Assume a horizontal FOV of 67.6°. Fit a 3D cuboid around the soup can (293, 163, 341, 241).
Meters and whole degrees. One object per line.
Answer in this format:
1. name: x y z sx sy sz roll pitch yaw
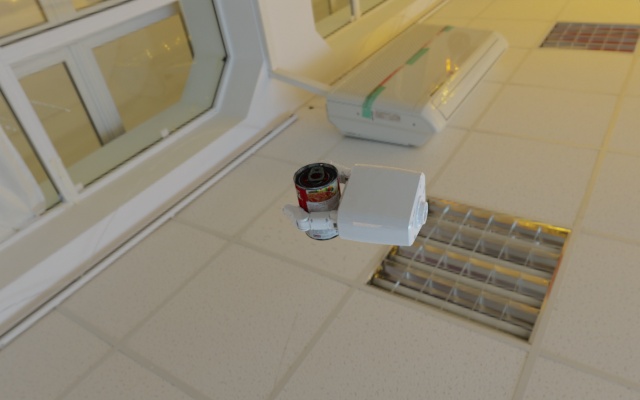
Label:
1. soup can: 0.000 0.003 0.734 0.068 0.102 0.068 -6 37 5
